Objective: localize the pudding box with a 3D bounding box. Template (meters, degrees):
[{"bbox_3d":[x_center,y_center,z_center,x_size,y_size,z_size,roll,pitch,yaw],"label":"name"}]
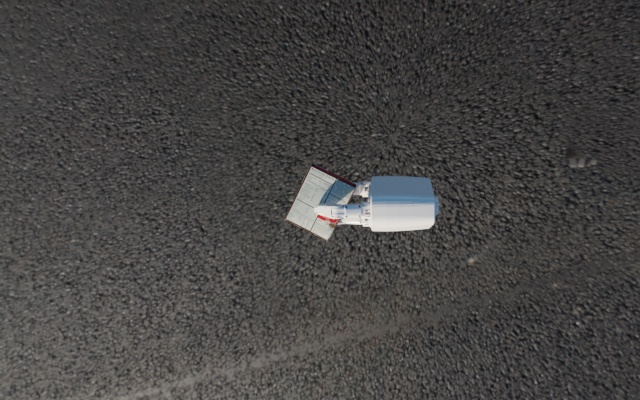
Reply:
[{"bbox_3d":[0.000,0.003,0.845,0.090,0.113,0.039,27,9,1],"label":"pudding box"}]
